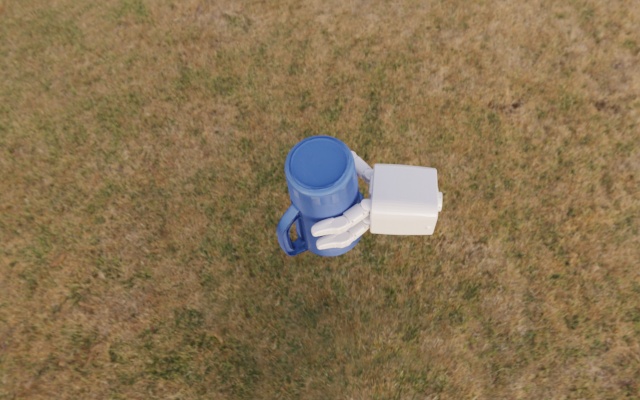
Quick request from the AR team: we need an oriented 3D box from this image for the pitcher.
[{"bbox_3d":[0.000,0.003,0.821,0.145,0.149,0.243,4,-26,8],"label":"pitcher"}]
